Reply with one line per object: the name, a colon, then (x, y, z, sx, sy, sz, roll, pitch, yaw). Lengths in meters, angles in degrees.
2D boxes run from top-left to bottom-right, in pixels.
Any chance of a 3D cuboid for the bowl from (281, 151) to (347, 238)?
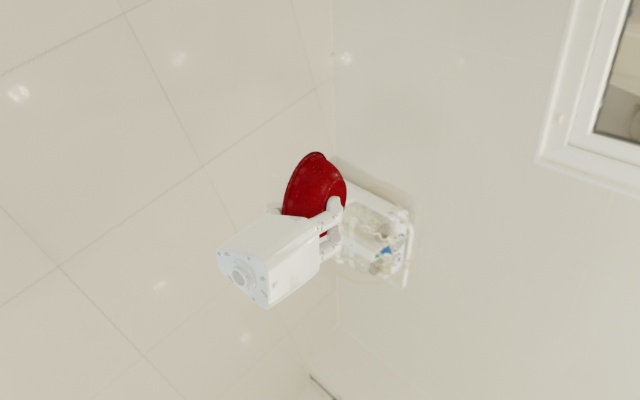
bowl: (0.001, 0.002, 0.793, 0.055, 0.162, 0.162, 15, 6, 24)
